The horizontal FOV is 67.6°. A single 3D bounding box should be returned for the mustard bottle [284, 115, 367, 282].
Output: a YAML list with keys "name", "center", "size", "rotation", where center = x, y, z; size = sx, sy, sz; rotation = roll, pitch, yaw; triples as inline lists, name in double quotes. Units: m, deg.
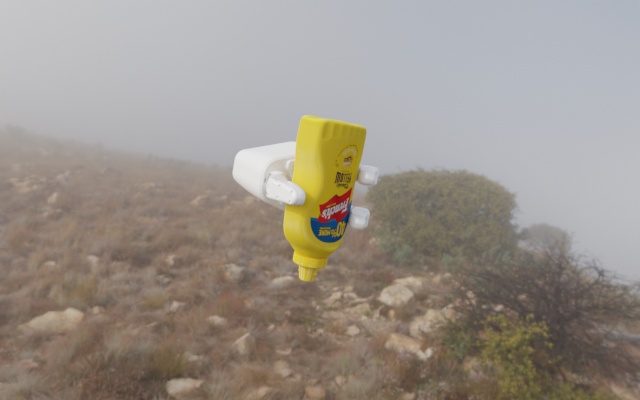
- name: "mustard bottle"
  center: [0.000, 0.002, 0.558]
  size: [0.058, 0.191, 0.096]
  rotation: [17, 11, 32]
